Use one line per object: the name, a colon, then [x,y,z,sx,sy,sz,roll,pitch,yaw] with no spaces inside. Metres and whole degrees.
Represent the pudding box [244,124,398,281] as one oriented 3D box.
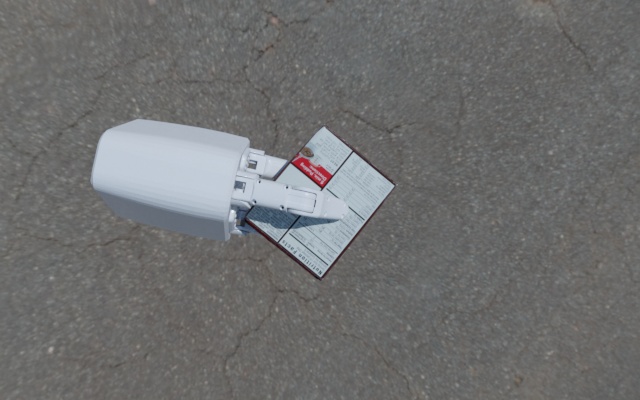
pudding box: [0.000,0.001,0.432,0.090,0.113,0.039,40,-3,-3]
